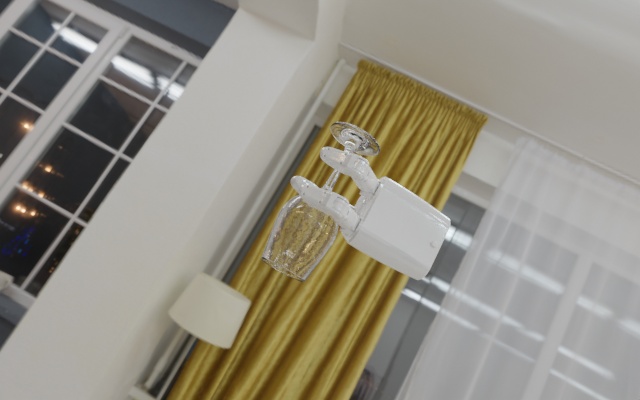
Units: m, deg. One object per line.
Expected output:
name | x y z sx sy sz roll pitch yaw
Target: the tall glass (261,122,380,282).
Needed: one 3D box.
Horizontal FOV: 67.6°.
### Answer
tall glass | 0.000 0.001 0.613 0.079 0.201 0.079 27 -15 8
